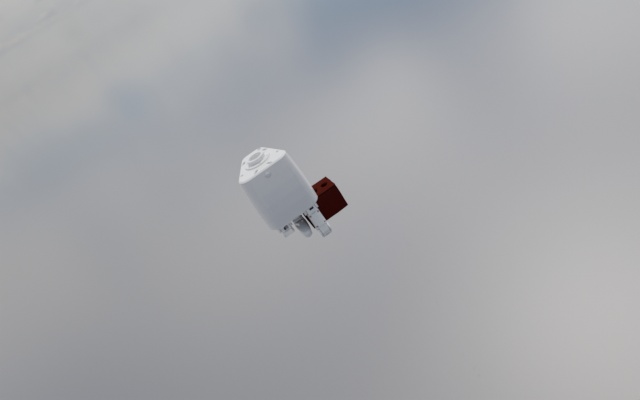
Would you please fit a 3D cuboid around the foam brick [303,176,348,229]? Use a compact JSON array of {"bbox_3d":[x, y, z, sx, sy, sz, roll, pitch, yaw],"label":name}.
[{"bbox_3d":[0.000,0.003,0.868,0.078,0.051,0.053,-35,26,-5],"label":"foam brick"}]
